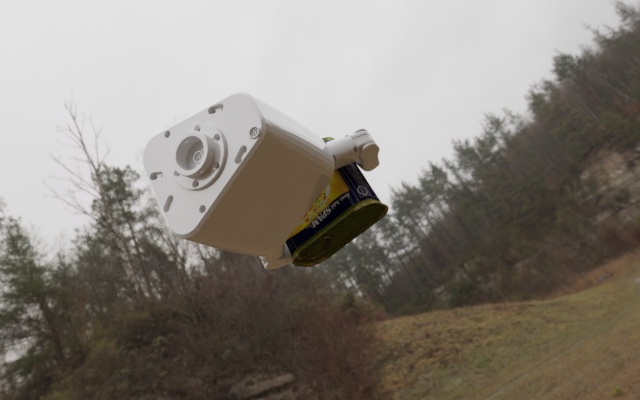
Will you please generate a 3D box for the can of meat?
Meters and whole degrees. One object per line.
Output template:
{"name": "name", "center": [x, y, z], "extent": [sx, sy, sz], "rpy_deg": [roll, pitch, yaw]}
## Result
{"name": "can of meat", "center": [0.000, 0.001, 0.464], "extent": [0.102, 0.084, 0.057], "rpy_deg": [-39, -25, 18]}
